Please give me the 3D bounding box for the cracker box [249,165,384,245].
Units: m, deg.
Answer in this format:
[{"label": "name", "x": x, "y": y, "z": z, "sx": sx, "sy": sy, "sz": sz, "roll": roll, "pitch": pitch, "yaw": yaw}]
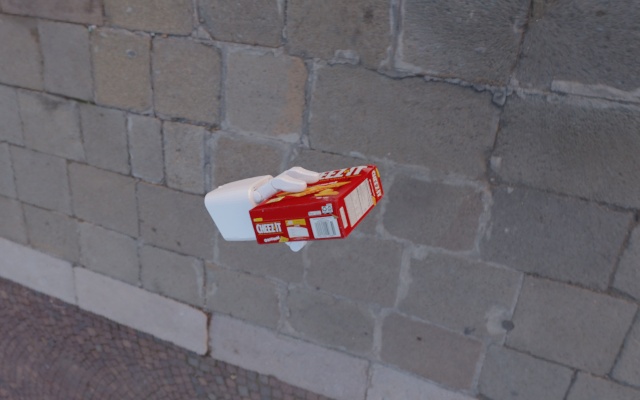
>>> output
[{"label": "cracker box", "x": 0.000, "y": 0.003, "z": 0.844, "sx": 0.164, "sy": 0.072, "sz": 0.213, "roll": -7, "pitch": 16, "yaw": 26}]
